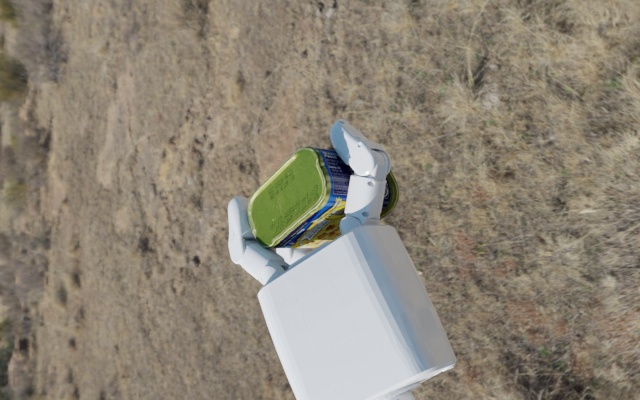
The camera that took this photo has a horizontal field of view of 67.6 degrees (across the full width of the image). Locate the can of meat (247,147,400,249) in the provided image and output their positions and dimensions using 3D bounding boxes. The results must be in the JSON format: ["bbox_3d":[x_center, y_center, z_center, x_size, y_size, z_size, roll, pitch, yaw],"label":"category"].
[{"bbox_3d":[0.000,0.001,0.402,0.084,0.057,0.102,4,-34,-44],"label":"can of meat"}]
